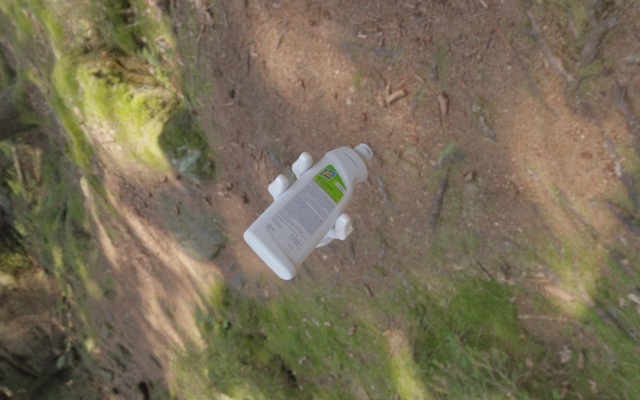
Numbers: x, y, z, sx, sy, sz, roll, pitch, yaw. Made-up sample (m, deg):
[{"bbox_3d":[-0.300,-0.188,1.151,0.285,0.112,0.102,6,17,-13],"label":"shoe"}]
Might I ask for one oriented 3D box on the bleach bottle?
[{"bbox_3d":[0.000,0.002,0.760,0.250,0.102,0.068,-44,5,-22],"label":"bleach bottle"}]
